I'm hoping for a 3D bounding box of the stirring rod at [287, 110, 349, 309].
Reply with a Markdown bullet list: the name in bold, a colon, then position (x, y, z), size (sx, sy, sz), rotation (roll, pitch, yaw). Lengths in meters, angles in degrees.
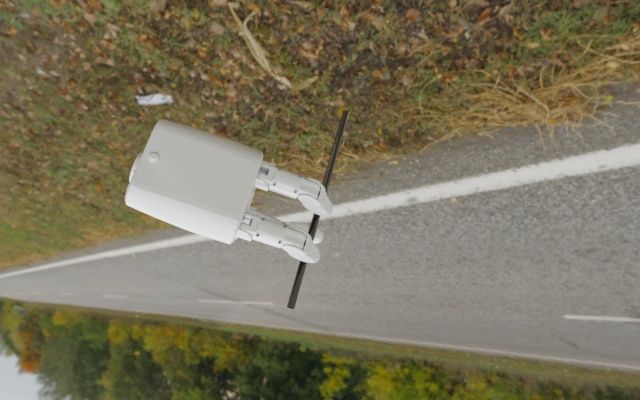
- **stirring rod**: position (0.000, 0.002, 0.530), size (0.011, 0.239, 0.011), rotation (14, -21, 5)
